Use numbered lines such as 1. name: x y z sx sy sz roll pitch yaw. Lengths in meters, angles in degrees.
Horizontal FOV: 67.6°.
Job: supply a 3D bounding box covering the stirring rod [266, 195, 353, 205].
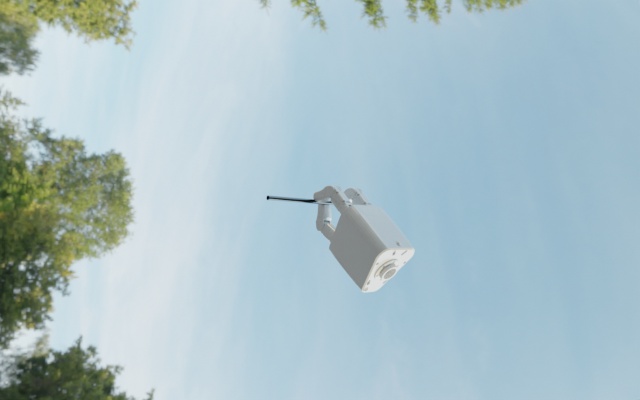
1. stirring rod: 0.000 0.003 0.876 0.239 0.011 0.011 5 -3 -43
